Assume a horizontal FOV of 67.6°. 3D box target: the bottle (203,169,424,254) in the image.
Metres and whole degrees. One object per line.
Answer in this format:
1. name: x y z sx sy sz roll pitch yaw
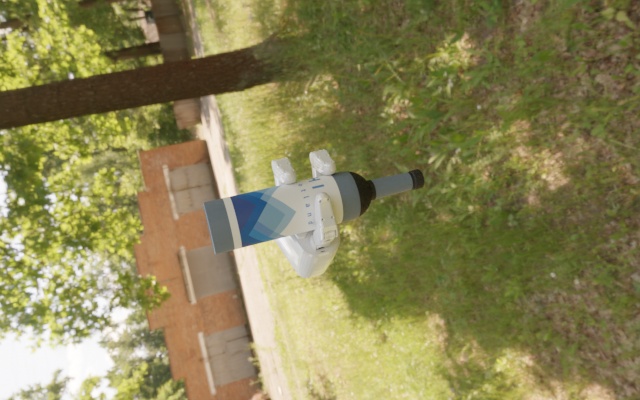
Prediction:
1. bottle: 0.000 0.002 0.629 0.295 0.069 0.069 -13 3 -15
